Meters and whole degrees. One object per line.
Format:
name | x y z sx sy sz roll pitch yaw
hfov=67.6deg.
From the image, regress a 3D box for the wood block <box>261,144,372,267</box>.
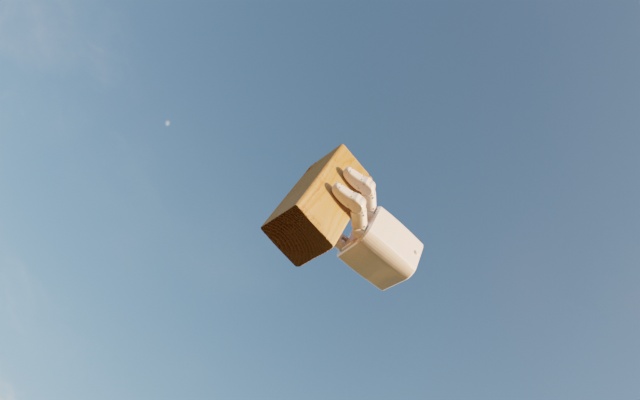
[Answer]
wood block | 0.000 0.003 0.802 0.091 0.090 0.206 -33 14 37
